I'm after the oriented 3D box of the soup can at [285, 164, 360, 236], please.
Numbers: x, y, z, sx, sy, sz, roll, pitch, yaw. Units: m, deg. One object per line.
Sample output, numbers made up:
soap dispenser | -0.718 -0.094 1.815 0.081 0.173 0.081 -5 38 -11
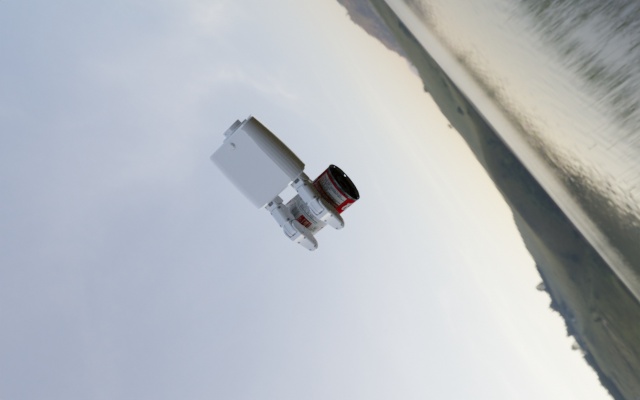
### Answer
soup can | 0.000 0.003 0.730 0.102 0.068 0.068 -40 -16 20
